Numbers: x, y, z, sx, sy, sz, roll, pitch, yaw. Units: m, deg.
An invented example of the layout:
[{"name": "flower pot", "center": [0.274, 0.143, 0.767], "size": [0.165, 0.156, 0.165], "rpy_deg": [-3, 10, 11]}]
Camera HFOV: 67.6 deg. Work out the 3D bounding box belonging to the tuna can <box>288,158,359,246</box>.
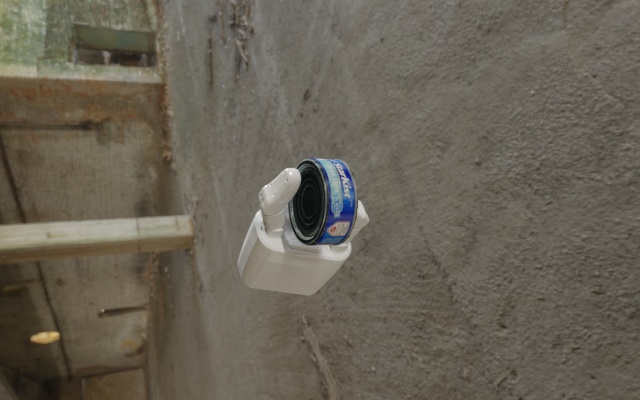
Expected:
[{"name": "tuna can", "center": [0.000, 0.001, 0.466], "size": [0.034, 0.086, 0.086], "rpy_deg": [1, -1, -28]}]
